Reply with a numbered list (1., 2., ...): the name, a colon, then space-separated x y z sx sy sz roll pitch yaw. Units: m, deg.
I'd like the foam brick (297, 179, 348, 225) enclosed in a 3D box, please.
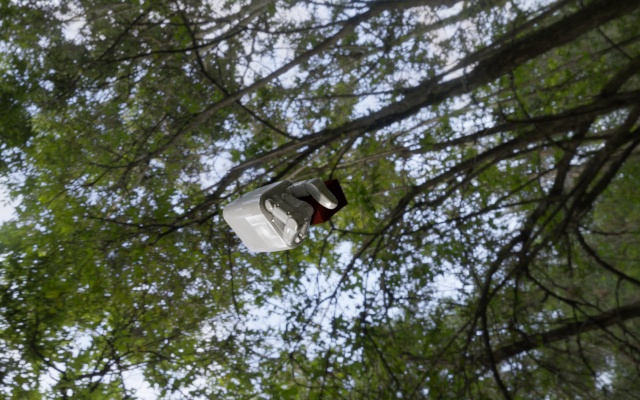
1. foam brick: 0.000 0.003 0.831 0.051 0.053 0.078 -13 15 40
